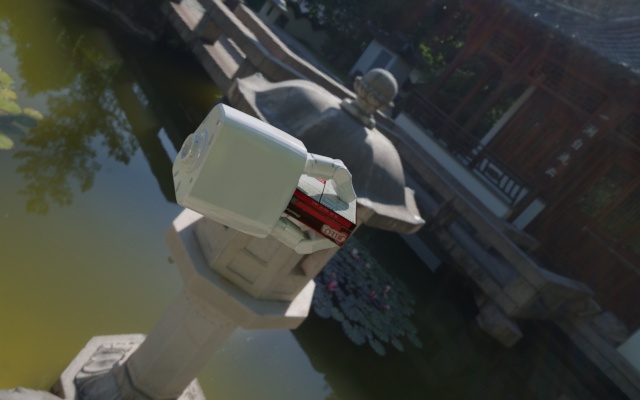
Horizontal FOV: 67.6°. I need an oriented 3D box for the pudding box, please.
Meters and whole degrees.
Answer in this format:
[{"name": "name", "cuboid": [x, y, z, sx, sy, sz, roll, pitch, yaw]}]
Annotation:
[{"name": "pudding box", "cuboid": [0.000, 0.002, 0.593, 0.090, 0.039, 0.113, 33, 20, -6]}]
